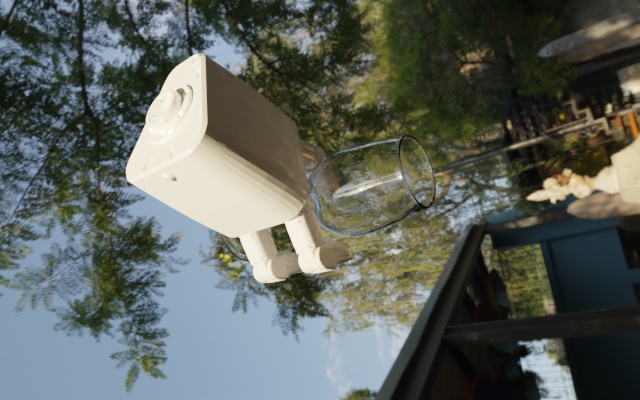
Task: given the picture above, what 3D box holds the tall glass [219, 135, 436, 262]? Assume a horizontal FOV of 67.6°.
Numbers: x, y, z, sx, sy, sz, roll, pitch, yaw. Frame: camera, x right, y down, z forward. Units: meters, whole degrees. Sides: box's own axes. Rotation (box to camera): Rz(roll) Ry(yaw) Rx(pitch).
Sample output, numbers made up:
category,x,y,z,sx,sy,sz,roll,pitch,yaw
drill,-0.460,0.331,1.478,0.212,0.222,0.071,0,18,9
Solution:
category,x,y,z,sx,sy,sz,roll,pitch,yaw
tall glass,0.000,0.002,0.437,0.201,0.079,0.079,-18,-10,34
